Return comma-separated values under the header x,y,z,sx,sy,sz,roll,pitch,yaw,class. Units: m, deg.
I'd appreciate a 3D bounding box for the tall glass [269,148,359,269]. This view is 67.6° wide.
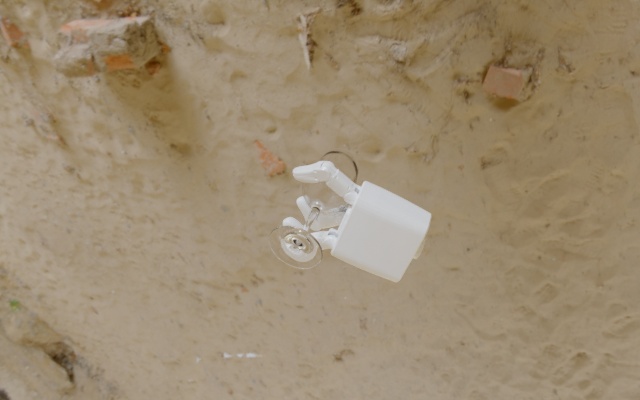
x,y,z,sx,sy,sz,roll,pitch,yaw,class
0.000,0.003,0.687,0.079,0.079,0.201,0,37,24,tall glass
